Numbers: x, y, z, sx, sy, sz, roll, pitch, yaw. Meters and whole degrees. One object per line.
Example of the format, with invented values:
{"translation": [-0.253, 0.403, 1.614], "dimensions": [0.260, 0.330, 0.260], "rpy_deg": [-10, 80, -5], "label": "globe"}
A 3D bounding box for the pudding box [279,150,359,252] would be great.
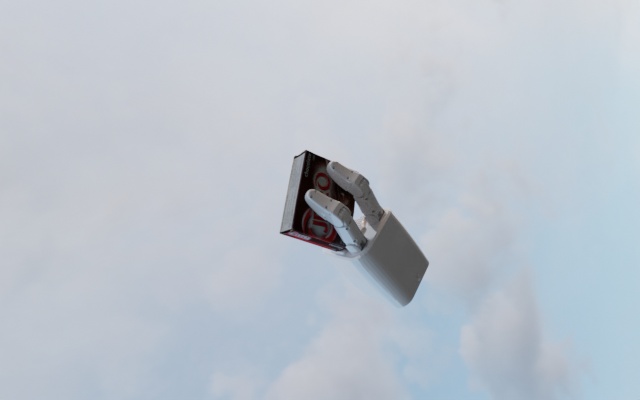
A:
{"translation": [0.000, 0.002, 0.631], "dimensions": [0.090, 0.113, 0.039], "rpy_deg": [21, -24, -31], "label": "pudding box"}
